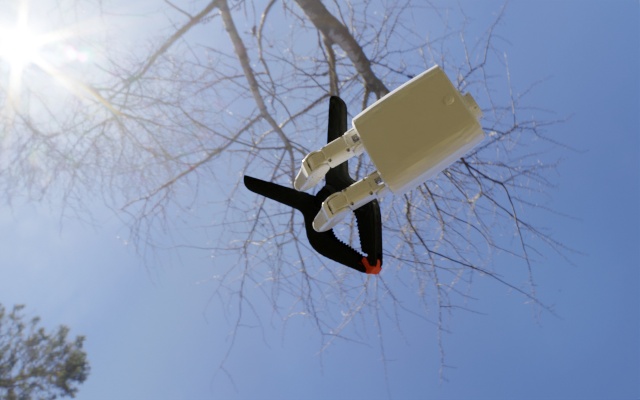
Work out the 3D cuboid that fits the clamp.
[{"bbox_3d":[0.001,0.002,0.562,0.164,0.210,0.036,-34,-22,20],"label":"clamp"}]
